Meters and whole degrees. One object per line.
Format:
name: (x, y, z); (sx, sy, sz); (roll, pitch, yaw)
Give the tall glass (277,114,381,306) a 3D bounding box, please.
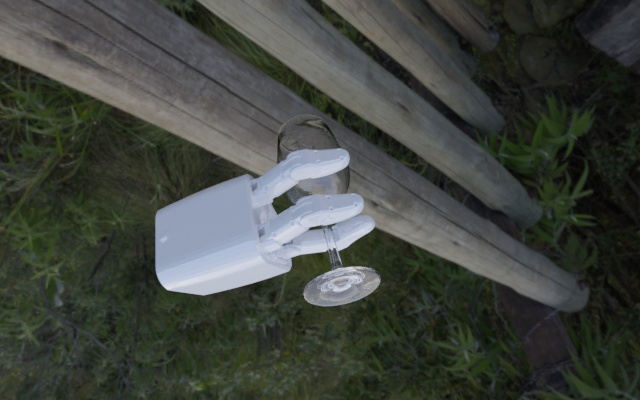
tall glass: (0.000, 0.002, 0.496); (0.079, 0.201, 0.079); (-9, -35, -6)
